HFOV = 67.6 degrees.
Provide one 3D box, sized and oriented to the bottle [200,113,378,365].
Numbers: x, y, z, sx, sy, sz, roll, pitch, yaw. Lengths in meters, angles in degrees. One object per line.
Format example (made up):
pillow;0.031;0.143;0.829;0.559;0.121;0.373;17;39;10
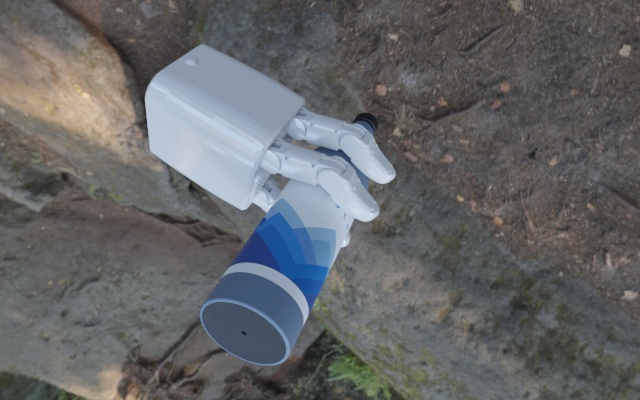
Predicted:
bottle;0.000;0.002;0.422;0.069;0.069;0.295;0;36;25
